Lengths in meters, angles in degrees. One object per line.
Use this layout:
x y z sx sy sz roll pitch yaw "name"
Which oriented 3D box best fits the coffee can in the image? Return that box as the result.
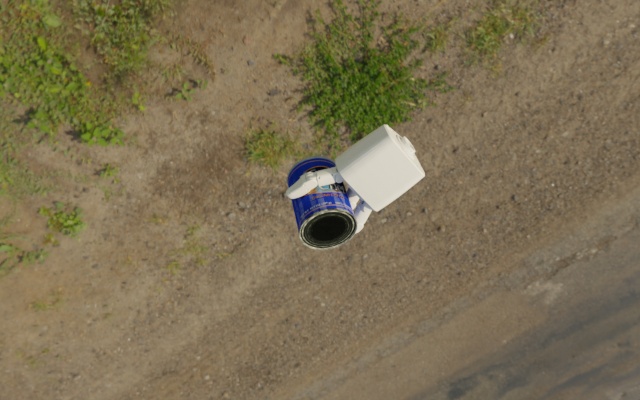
0.000 0.003 0.858 0.103 0.103 0.140 0 44 -16 "coffee can"
